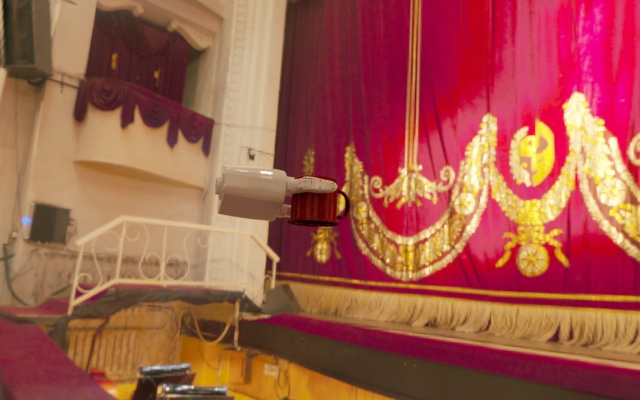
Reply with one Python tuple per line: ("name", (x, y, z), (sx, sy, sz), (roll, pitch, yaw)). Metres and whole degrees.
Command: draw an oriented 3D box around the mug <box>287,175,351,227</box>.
("mug", (0.002, 0.003, 0.861), (0.117, 0.081, 0.093), (6, -10, -18))
